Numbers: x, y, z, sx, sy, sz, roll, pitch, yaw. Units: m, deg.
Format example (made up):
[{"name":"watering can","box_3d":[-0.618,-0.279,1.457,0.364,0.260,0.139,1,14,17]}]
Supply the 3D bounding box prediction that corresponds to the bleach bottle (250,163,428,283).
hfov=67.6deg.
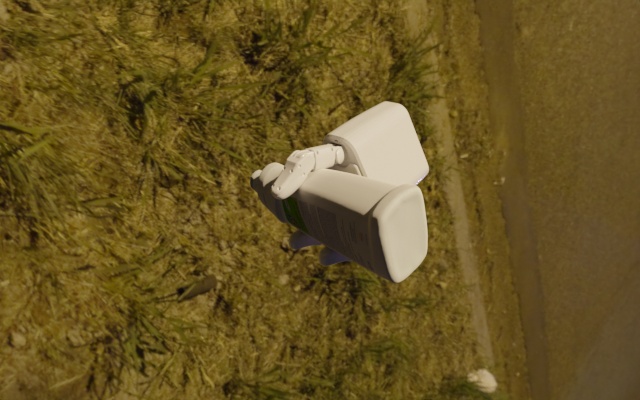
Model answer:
[{"name":"bleach bottle","box_3d":[0.000,0.002,0.546,0.068,0.103,0.250,-37,39,-29]}]
